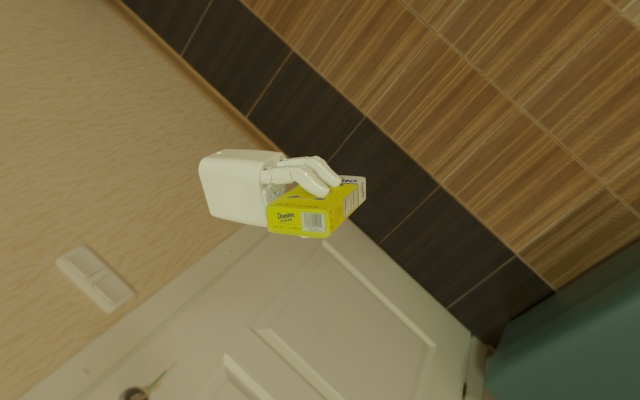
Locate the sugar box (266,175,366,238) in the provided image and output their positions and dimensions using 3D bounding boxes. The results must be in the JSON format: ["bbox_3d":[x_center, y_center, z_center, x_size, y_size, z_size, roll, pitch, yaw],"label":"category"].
[{"bbox_3d":[0.000,0.002,0.716,0.093,0.048,0.176,5,21,20],"label":"sugar box"}]
